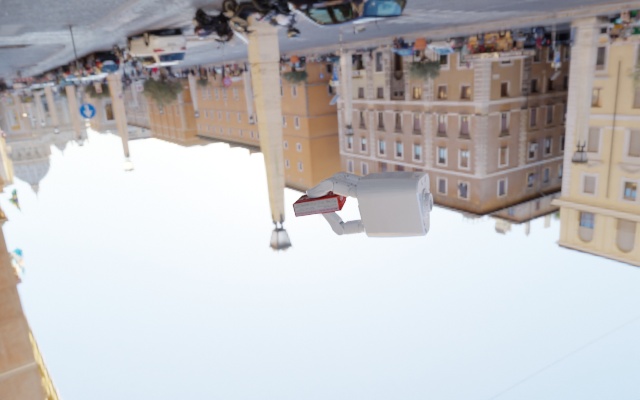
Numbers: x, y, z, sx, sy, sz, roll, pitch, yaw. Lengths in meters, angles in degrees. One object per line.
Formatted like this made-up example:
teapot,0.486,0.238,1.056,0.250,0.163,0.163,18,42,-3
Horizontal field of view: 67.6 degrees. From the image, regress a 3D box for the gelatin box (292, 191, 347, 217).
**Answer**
gelatin box,0.000,0.003,0.879,0.089,0.030,0.073,-9,11,13
